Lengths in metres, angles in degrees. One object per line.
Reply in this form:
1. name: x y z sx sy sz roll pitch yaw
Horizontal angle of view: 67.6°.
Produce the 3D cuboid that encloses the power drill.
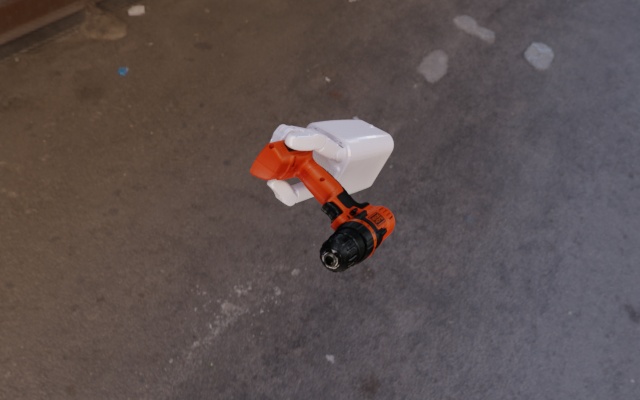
1. power drill: 0.000 0.002 0.613 0.187 0.057 0.184 44 25 11
